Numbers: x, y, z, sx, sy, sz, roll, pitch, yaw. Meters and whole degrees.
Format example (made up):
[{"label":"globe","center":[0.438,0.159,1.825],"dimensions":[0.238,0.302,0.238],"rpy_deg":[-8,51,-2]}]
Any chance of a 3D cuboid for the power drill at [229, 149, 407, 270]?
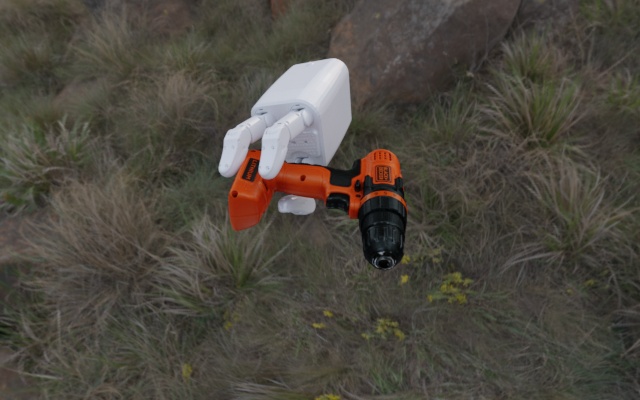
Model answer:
[{"label":"power drill","center":[0.000,0.001,0.523],"dimensions":[0.187,0.057,0.184],"rpy_deg":[5,35,3]}]
